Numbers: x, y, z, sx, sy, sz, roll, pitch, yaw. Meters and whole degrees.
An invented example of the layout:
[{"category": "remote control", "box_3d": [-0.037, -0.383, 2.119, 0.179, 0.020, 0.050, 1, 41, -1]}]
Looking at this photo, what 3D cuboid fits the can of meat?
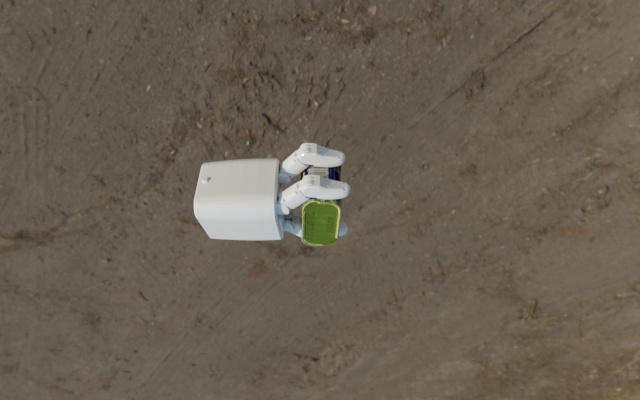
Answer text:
[{"category": "can of meat", "box_3d": [0.000, 0.002, 0.659, 0.057, 0.083, 0.102, 1, -41, -2]}]
